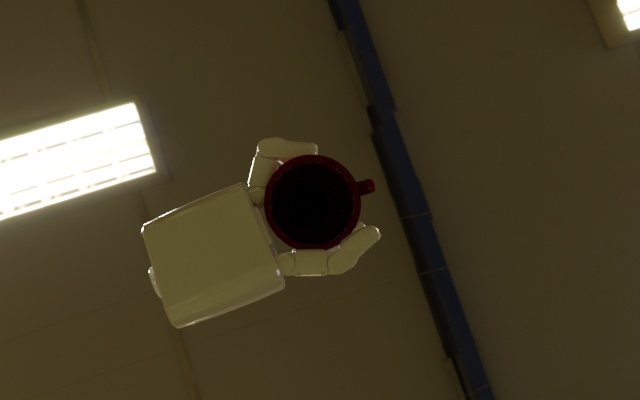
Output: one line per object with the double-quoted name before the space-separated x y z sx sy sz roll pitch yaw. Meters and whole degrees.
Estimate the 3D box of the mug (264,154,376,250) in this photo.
"mug" 0.001 0.001 0.493 0.117 0.093 0.081 -21 -3 -7
